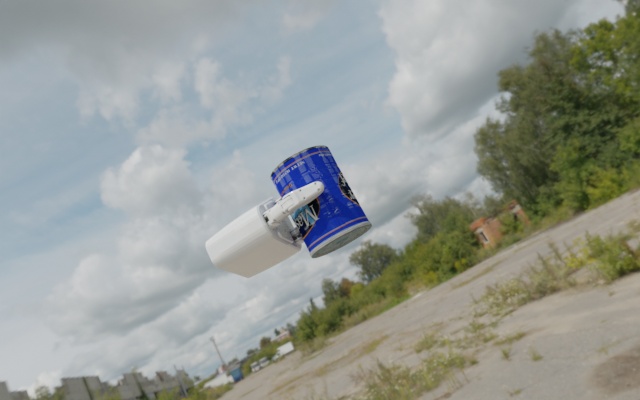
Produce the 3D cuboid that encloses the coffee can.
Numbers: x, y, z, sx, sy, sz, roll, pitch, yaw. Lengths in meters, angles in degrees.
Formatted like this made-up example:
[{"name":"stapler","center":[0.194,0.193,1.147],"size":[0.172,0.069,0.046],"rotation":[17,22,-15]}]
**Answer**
[{"name":"coffee can","center":[0.000,0.002,0.727],"size":[0.103,0.140,0.103],"rotation":[-27,-14,-7]}]
